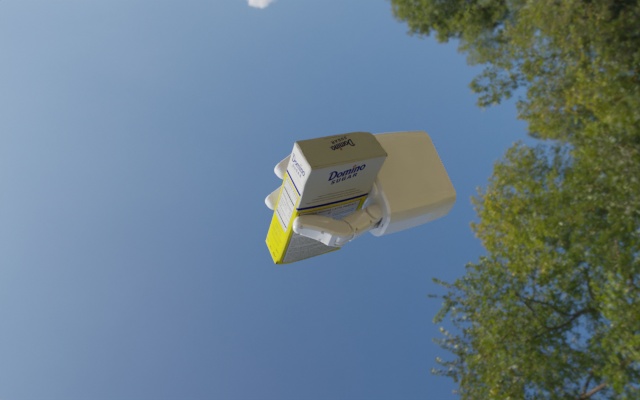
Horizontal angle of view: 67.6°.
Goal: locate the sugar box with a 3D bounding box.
[{"bbox_3d":[0.000,0.001,0.539,0.093,0.048,0.176,-12,-36,-28],"label":"sugar box"}]
